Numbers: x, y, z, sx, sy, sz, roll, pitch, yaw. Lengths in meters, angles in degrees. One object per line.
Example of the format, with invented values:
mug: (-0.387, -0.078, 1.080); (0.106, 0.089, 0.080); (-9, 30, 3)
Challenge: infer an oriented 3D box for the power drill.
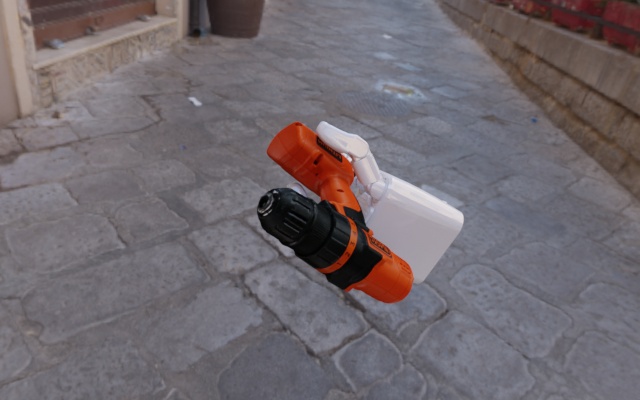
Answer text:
power drill: (0.000, 0.001, 0.467); (0.057, 0.187, 0.184); (-40, -51, 17)
